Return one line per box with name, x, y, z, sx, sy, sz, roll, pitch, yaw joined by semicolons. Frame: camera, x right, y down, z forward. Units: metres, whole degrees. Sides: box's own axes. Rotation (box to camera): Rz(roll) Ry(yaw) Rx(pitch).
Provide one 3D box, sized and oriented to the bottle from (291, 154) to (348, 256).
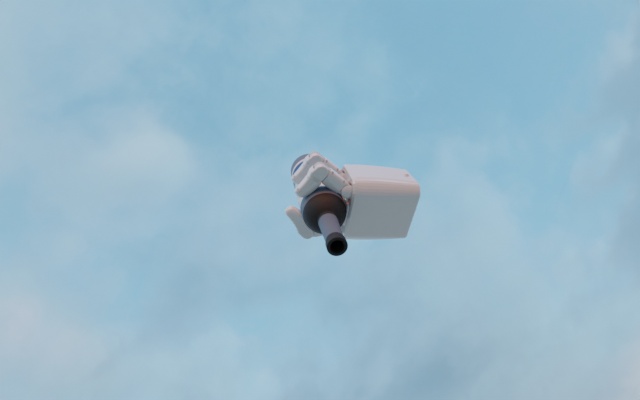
bottle;0.000;0.002;0.735;0.069;0.069;0.295;0;22;-9
